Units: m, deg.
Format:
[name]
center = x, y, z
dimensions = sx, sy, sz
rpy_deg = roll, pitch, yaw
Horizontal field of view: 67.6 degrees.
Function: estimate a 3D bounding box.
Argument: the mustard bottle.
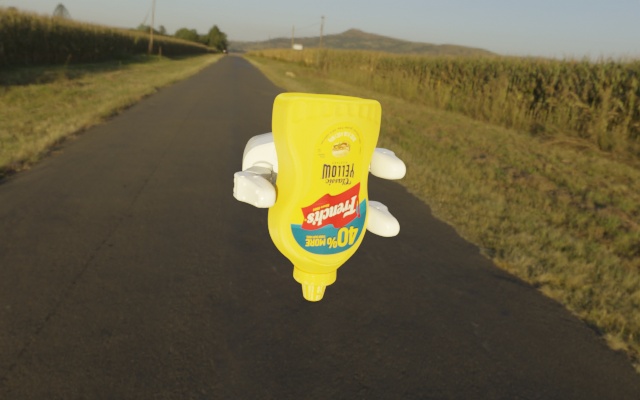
[mustard bottle]
center = 0.000, 0.001, 0.439
dimensions = 0.096, 0.192, 0.058
rpy_deg = -4, 18, -32
